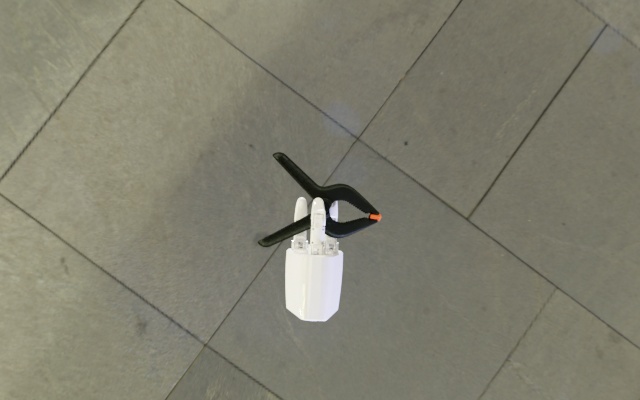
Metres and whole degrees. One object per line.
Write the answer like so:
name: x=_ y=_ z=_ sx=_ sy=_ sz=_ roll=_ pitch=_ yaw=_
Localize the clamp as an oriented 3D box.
clamp: x=0.001 y=0.003 z=0.826 sx=0.210 sy=0.164 sz=0.036 roll=3 pitch=1 yaw=-3
